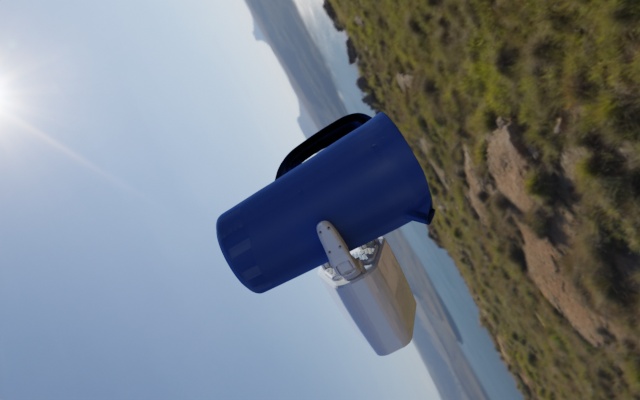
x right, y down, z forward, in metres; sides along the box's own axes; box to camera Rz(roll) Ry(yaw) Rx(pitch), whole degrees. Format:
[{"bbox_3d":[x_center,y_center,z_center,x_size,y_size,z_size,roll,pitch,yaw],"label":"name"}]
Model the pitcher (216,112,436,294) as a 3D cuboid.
[{"bbox_3d":[0.000,0.002,0.575,0.243,0.145,0.149,-29,11,4],"label":"pitcher"}]
